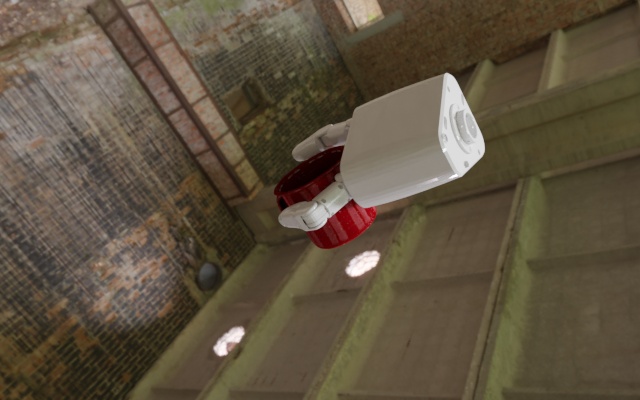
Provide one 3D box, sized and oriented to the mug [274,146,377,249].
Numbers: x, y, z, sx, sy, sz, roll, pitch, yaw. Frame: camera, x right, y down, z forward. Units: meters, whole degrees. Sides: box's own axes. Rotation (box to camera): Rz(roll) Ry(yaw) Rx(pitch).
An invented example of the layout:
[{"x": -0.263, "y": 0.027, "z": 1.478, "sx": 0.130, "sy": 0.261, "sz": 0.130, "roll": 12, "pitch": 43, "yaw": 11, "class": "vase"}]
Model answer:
[{"x": -0.001, "y": 0.002, "z": 0.533, "sx": 0.117, "sy": 0.081, "sz": 0.093, "roll": -18, "pitch": 23, "yaw": 38, "class": "mug"}]
